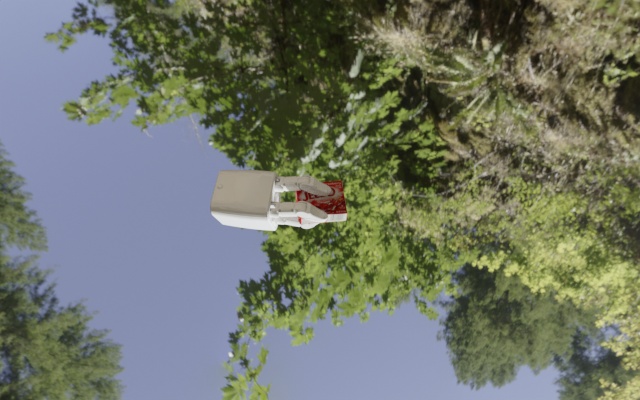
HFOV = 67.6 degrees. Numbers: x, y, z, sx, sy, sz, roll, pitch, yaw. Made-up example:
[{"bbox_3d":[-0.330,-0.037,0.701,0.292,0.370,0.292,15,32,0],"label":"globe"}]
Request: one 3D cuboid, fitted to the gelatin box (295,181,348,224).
[{"bbox_3d":[0.000,0.003,0.875,0.089,0.073,0.030,-4,-33,-6],"label":"gelatin box"}]
